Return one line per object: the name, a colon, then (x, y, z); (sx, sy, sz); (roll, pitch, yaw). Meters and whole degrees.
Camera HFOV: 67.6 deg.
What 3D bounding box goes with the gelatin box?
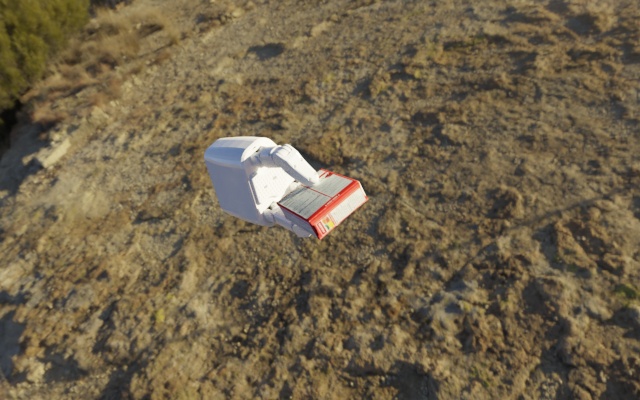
gelatin box: (0.000, 0.002, 0.552); (0.073, 0.030, 0.089); (-39, 28, -16)
